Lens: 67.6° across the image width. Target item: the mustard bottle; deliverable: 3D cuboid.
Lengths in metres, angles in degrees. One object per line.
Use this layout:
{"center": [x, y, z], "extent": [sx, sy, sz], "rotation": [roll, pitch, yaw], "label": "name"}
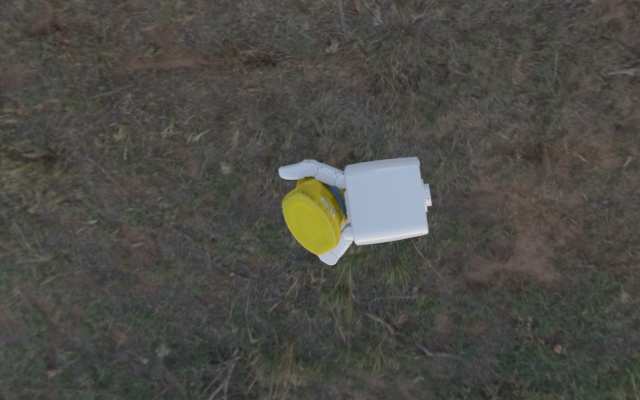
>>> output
{"center": [0.000, 0.003, 0.724], "extent": [0.058, 0.096, 0.191], "rotation": [-33, 11, 19], "label": "mustard bottle"}
